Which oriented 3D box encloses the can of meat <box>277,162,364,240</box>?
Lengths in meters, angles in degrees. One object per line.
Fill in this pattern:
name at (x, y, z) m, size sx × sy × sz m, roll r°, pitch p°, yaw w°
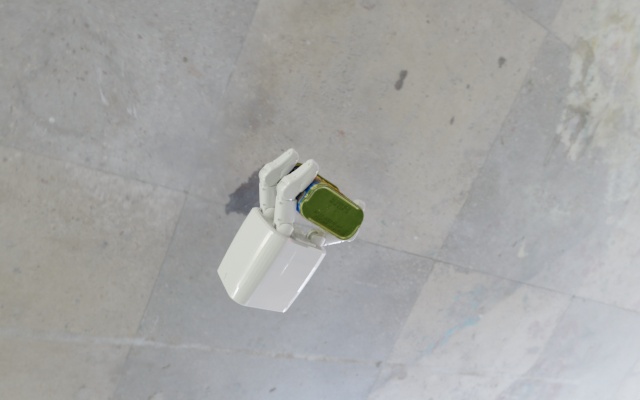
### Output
can of meat at (0.000, 0.002, 0.644) m, size 0.102 × 0.057 × 0.084 m, roll 32°, pitch 5°, yaw -33°
